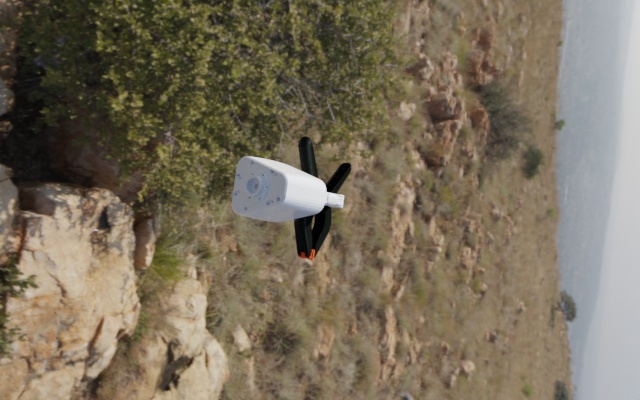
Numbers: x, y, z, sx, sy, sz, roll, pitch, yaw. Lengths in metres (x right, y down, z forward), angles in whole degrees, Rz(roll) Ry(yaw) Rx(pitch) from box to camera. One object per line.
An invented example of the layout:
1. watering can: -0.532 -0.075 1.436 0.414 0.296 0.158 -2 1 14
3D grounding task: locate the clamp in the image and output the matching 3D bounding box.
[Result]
1. clamp: 0.001 0.003 0.873 0.036 0.210 0.164 6 -3 34
